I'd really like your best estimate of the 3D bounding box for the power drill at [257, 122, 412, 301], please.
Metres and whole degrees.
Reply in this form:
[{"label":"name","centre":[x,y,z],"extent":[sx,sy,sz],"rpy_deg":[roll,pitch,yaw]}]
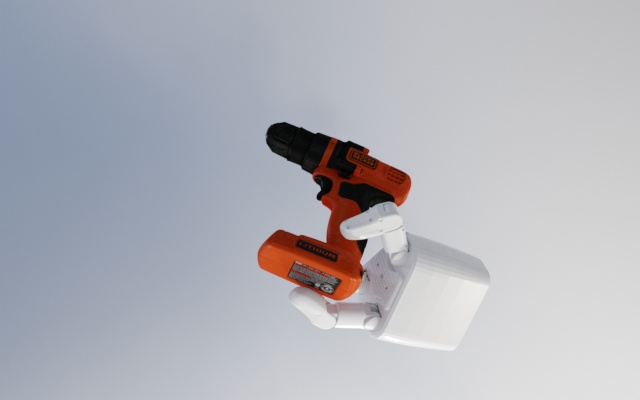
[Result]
[{"label":"power drill","centre":[0.000,0.002,0.525],"extent":[0.184,0.187,0.057],"rpy_deg":[23,-39,1]}]
